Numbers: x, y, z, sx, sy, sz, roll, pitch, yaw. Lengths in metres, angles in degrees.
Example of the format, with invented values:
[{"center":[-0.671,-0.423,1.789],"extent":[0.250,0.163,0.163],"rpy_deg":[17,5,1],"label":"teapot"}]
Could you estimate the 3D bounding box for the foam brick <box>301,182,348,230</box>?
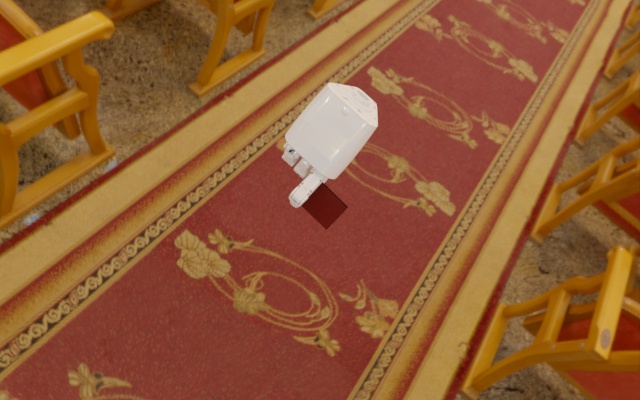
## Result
[{"center":[0.000,0.003,0.767],"extent":[0.078,0.051,0.053],"rpy_deg":[44,0,1],"label":"foam brick"}]
